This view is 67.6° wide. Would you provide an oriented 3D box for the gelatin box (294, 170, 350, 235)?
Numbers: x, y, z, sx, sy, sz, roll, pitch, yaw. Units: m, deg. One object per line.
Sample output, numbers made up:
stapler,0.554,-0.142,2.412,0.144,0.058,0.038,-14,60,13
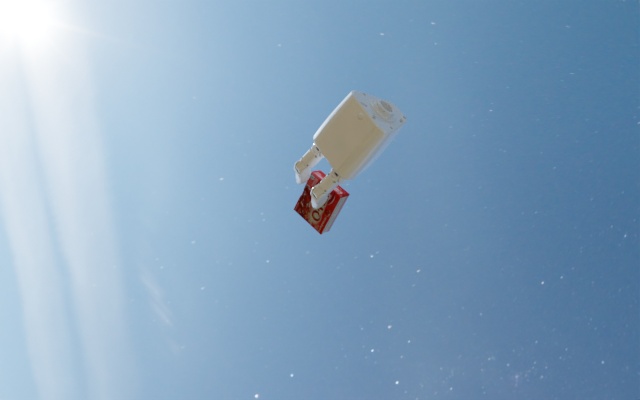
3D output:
gelatin box,0.000,0.003,0.843,0.073,0.089,0.030,41,32,23
